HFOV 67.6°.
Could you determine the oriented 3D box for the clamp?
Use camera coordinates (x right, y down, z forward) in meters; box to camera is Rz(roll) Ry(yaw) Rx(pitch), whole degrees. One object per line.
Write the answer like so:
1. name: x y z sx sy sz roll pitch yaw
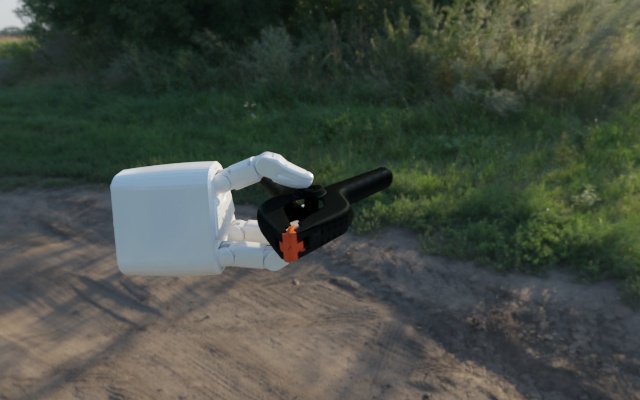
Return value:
1. clamp: 0.000 0.001 0.497 0.164 0.036 0.210 -2 21 3
